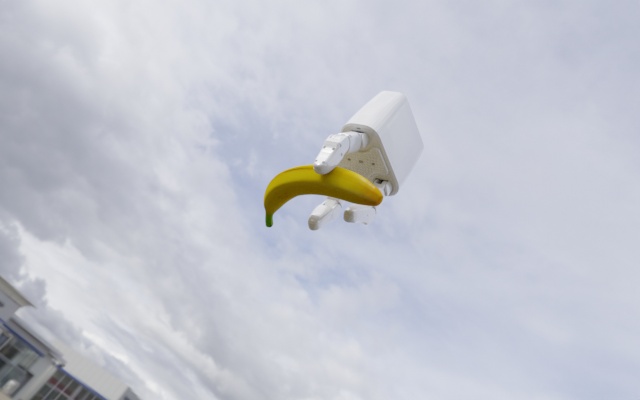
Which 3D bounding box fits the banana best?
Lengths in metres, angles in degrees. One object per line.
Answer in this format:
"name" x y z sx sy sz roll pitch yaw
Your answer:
"banana" -0.011 -0.013 0.600 0.198 0.070 0.037 -12 23 43
